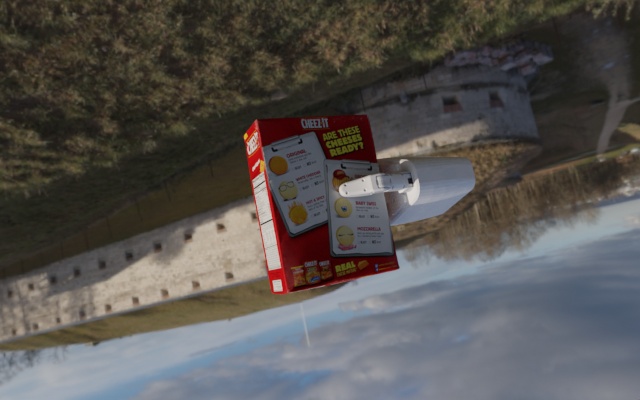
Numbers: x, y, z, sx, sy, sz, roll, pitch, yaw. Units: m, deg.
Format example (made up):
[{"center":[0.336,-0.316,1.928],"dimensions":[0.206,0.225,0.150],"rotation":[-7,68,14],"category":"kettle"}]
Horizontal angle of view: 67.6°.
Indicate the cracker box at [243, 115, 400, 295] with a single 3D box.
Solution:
[{"center":[0.000,0.002,0.626],"dimensions":[0.164,0.213,0.072],"rotation":[-8,-8,-27],"category":"cracker box"}]
